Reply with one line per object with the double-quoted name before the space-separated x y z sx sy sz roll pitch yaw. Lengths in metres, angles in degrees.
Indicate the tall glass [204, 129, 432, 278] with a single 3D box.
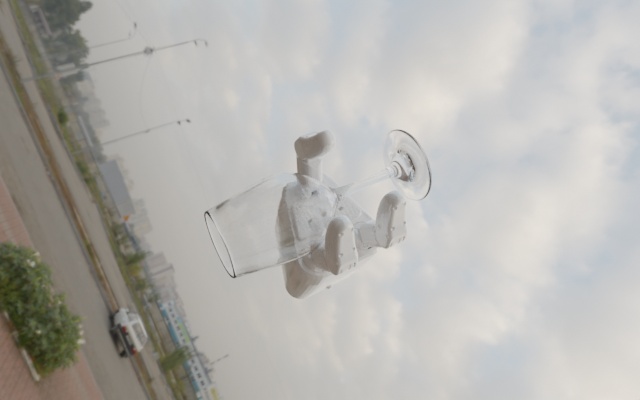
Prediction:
"tall glass" 0.001 0.001 0.437 0.201 0.079 0.079 -23 9 -22
